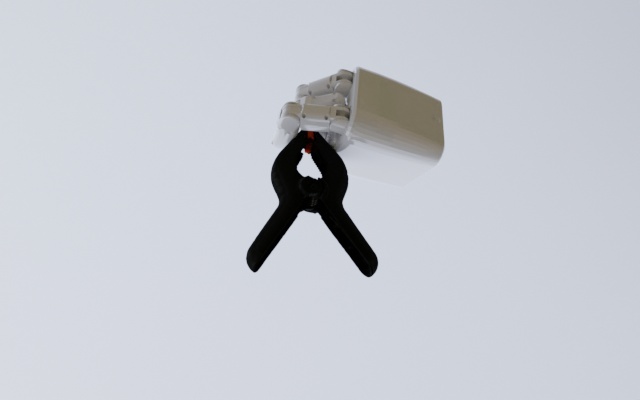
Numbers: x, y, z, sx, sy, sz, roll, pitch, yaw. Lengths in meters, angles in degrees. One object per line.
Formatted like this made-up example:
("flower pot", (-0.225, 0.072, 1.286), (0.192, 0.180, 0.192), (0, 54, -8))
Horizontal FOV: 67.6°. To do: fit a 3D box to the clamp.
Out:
("clamp", (0.000, 0.002, 0.470), (0.120, 0.171, 0.039), (15, -33, -11))
